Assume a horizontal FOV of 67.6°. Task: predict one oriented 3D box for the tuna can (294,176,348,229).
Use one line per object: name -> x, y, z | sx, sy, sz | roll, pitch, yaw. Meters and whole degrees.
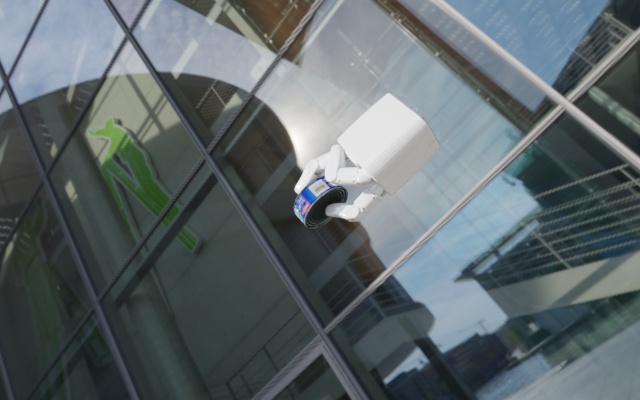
tuna can -> 0.000, 0.002, 0.752 | 0.033, 0.086, 0.086 | 47, 26, 27
